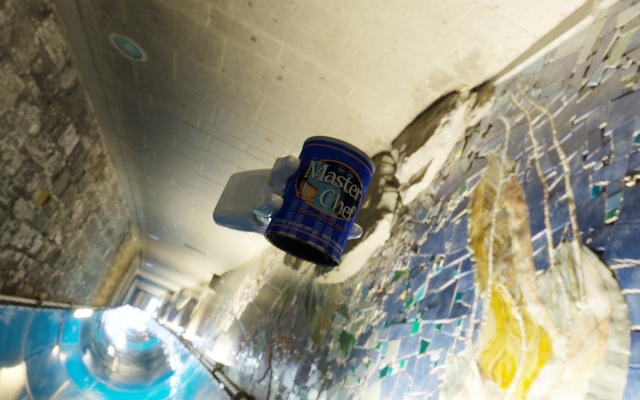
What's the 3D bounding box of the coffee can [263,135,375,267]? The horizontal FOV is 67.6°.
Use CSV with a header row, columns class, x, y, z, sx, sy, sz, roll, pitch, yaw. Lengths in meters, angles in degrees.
class,x,y,z,sx,sy,sz,roll,pitch,yaw
coffee can,0.000,0.002,0.621,0.103,0.140,0.103,20,-19,7
